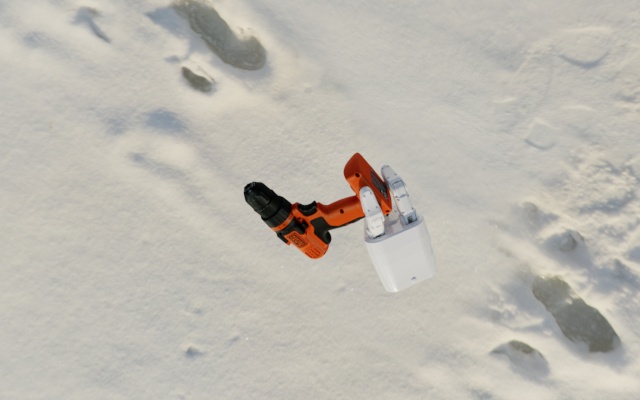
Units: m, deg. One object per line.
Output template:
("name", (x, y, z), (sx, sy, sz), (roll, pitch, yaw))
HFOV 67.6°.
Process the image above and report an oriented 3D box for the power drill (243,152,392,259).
("power drill", (0.001, 0.002, 0.736), (0.188, 0.057, 0.184), (-28, -51, 25))
